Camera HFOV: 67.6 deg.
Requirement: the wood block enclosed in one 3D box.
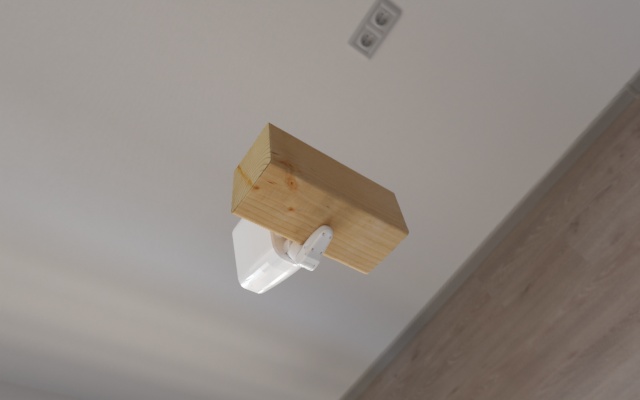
[{"bbox_3d":[0.000,0.002,0.609,0.206,0.090,0.090,27,30,-25],"label":"wood block"}]
